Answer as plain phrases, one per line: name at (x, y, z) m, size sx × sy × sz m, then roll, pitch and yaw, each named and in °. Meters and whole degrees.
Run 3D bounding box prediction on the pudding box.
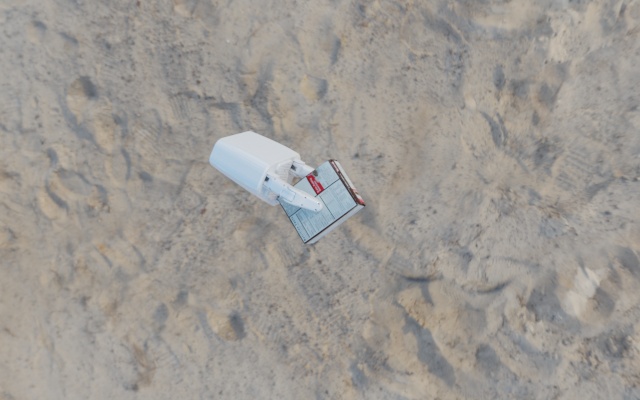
pudding box at (0.000, 0.002, 0.748) m, size 0.113 × 0.090 × 0.039 m, roll -37°, pitch -14°, yaw 20°
